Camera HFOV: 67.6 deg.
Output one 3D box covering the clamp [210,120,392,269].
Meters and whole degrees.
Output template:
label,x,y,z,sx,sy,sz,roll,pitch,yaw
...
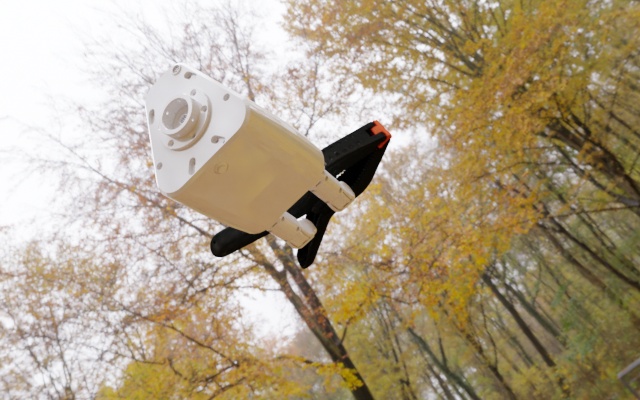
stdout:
label,x,y,z,sx,sy,sz,roll,pitch,yaw
clamp,0.000,0.001,0.524,0.210,0.036,0.164,-43,-30,10
